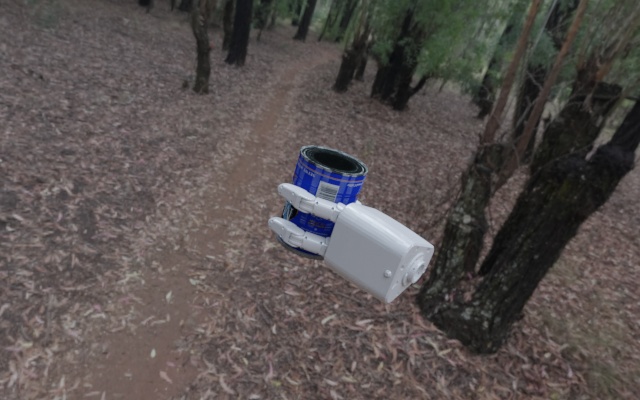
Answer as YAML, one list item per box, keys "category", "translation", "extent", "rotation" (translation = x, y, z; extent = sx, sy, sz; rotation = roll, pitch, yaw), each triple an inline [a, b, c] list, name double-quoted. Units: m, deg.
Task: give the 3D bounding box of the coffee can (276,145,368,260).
- category: "coffee can"
  translation: [0.000, 0.002, 0.711]
  extent: [0.103, 0.140, 0.102]
  rotation: [15, 22, -6]
